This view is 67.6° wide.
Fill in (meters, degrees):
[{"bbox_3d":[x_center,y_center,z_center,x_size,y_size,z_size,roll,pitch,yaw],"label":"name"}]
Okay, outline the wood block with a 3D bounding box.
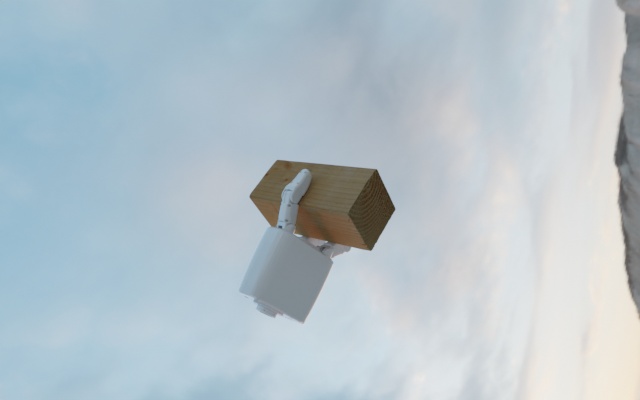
[{"bbox_3d":[0.000,0.003,0.759,0.206,0.090,0.091,9,-36,40],"label":"wood block"}]
